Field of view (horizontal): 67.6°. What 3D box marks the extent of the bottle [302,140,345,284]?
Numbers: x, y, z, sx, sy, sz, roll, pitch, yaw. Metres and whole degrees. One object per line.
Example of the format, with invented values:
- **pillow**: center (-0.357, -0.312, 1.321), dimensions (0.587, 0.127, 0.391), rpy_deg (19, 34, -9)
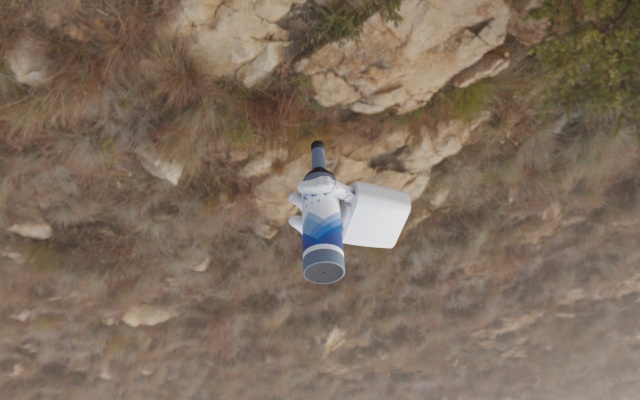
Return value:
- **bottle**: center (0.000, 0.003, 0.848), dimensions (0.069, 0.295, 0.069), rpy_deg (-2, -40, -1)
